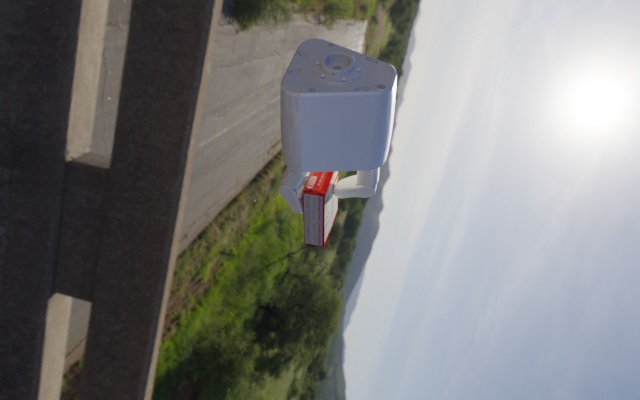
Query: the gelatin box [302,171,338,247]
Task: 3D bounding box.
[{"bbox_3d":[0.001,0.002,0.604,0.030,0.089,0.073,9,40,12],"label":"gelatin box"}]
